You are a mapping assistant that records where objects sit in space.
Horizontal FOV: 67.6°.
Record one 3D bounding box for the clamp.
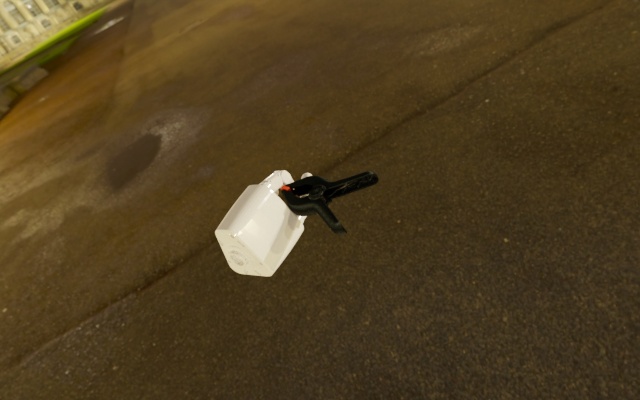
[{"bbox_3d":[0.000,0.002,0.764,0.171,0.039,0.120,-2,41,37],"label":"clamp"}]
